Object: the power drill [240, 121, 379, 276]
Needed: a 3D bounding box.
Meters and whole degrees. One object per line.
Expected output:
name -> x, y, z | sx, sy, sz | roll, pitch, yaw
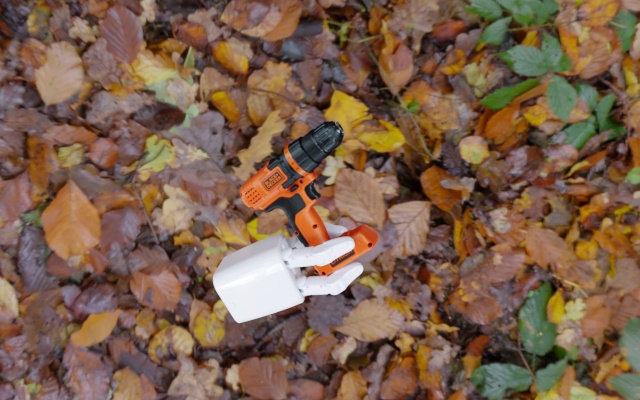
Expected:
power drill -> 0.000, 0.003, 0.688 | 0.184, 0.187, 0.057 | -36, 5, 24
